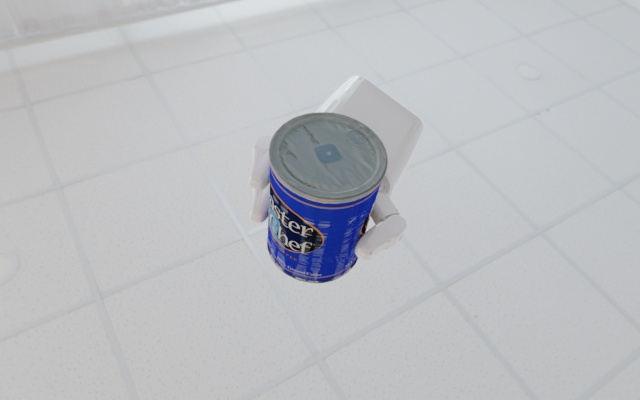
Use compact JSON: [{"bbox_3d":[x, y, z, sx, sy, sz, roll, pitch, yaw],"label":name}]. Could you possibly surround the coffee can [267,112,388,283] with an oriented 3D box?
[{"bbox_3d":[0.000,0.002,0.462,0.103,0.102,0.140,0,-38,-8],"label":"coffee can"}]
